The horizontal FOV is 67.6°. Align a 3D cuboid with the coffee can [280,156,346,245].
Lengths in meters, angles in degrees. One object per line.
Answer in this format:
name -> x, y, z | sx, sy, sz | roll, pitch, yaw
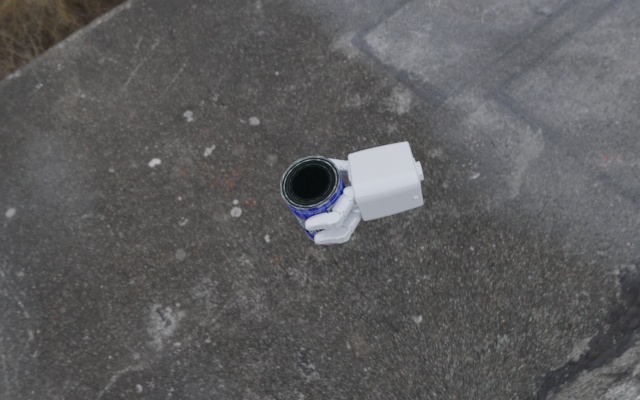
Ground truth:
coffee can -> 0.000, 0.003, 0.833 | 0.103, 0.102, 0.140 | 0, -29, 17
